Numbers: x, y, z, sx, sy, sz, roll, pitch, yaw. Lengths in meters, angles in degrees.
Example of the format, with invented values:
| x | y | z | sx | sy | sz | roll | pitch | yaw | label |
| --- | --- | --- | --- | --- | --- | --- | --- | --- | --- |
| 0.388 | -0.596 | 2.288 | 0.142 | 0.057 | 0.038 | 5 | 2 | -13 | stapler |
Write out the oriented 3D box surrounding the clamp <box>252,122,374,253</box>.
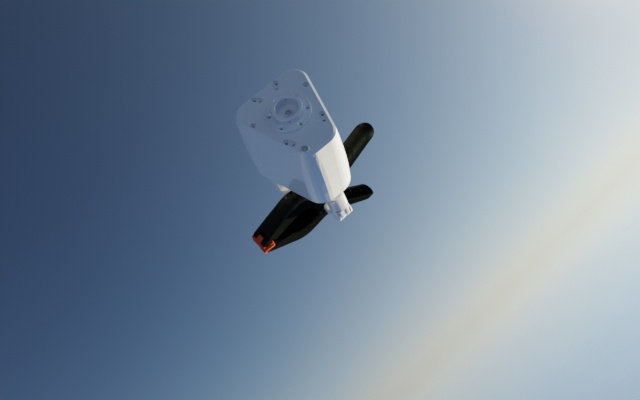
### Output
| x | y | z | sx | sy | sz | roll | pitch | yaw | label |
| --- | --- | --- | --- | --- | --- | --- | --- | --- | --- |
| 0.000 | 0.003 | 0.665 | 0.036 | 0.210 | 0.165 | 44 | -11 | 28 | clamp |
